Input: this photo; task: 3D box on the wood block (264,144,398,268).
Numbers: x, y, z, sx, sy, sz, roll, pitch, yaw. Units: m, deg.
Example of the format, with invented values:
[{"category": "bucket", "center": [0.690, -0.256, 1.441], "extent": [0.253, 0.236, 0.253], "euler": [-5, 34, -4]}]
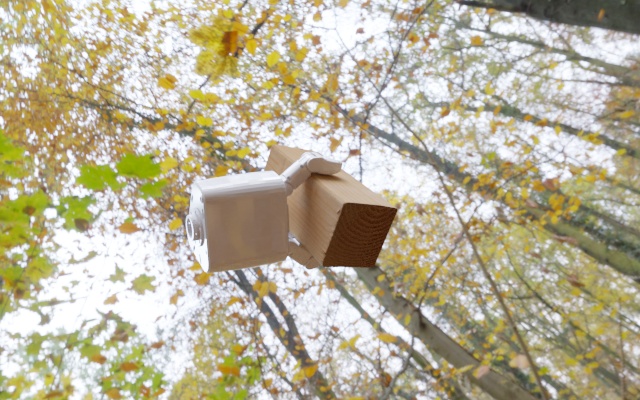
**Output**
[{"category": "wood block", "center": [0.000, 0.002, 0.672], "extent": [0.090, 0.091, 0.206], "euler": [6, 22, -35]}]
